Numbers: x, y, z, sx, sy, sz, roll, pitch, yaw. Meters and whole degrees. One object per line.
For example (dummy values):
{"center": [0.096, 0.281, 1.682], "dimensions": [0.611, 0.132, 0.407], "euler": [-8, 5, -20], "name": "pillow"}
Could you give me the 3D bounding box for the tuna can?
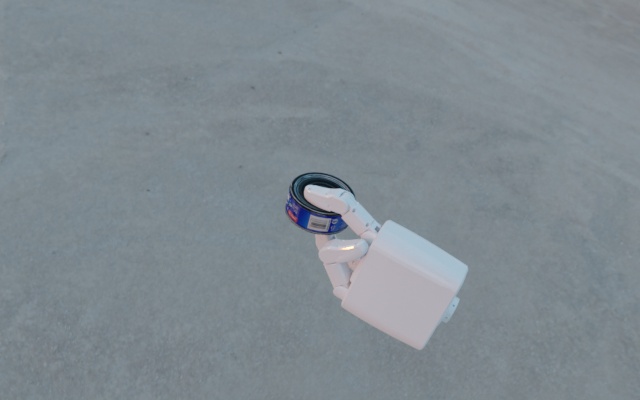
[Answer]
{"center": [0.000, 0.001, 0.597], "dimensions": [0.086, 0.034, 0.086], "euler": [10, 38, -8], "name": "tuna can"}
